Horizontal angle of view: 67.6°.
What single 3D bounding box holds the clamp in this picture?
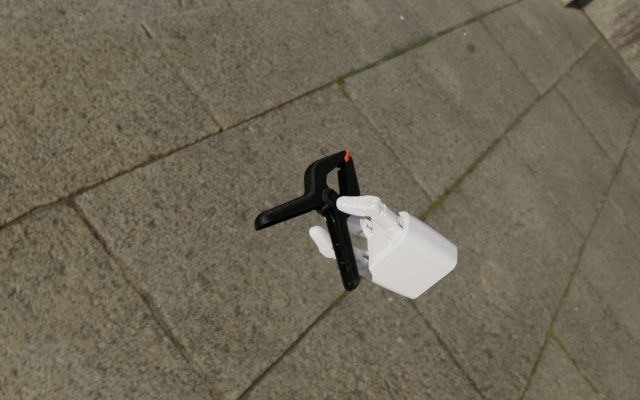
[{"bbox_3d":[0.001,0.002,0.664,0.164,0.209,0.036,31,-40,-23],"label":"clamp"}]
